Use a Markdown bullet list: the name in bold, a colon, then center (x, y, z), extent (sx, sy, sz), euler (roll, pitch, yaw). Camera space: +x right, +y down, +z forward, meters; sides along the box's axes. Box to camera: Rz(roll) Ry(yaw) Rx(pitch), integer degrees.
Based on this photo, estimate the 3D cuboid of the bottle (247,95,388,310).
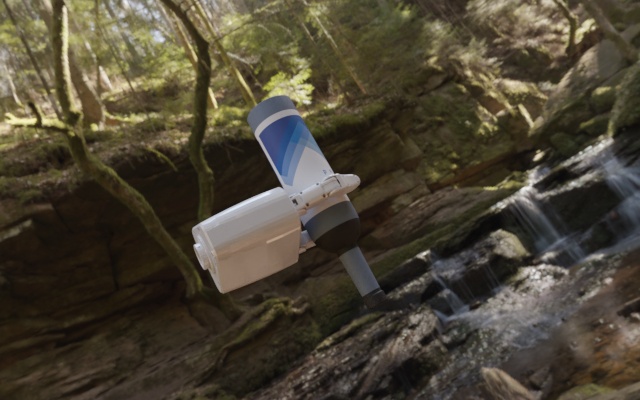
- **bottle**: center (0.000, 0.002, 0.613), extent (0.069, 0.295, 0.069), euler (-27, -14, -8)
